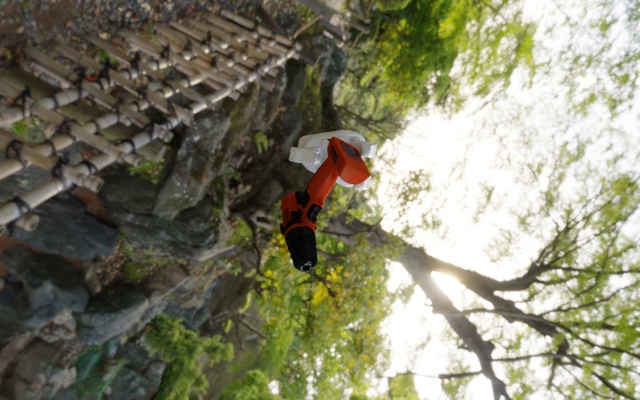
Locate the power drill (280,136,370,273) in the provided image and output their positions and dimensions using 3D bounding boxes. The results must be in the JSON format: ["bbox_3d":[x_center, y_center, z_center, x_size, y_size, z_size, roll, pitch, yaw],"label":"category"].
[{"bbox_3d":[0.000,0.002,0.778,0.057,0.188,0.184,25,26,-28],"label":"power drill"}]
